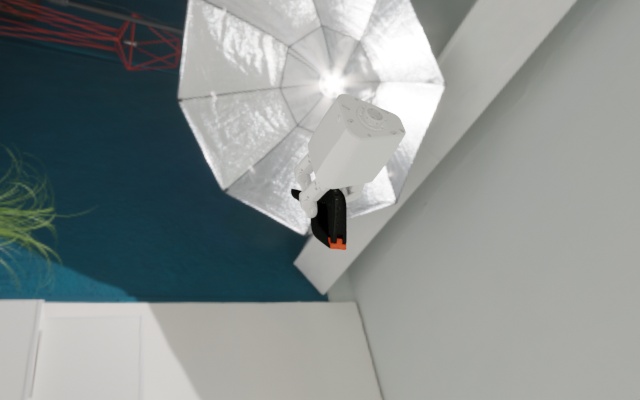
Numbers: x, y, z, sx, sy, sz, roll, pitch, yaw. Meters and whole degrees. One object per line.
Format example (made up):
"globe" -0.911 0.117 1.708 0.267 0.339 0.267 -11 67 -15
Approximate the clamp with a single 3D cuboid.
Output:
"clamp" 0.001 0.003 0.807 0.036 0.209 0.165 6 -39 -26
